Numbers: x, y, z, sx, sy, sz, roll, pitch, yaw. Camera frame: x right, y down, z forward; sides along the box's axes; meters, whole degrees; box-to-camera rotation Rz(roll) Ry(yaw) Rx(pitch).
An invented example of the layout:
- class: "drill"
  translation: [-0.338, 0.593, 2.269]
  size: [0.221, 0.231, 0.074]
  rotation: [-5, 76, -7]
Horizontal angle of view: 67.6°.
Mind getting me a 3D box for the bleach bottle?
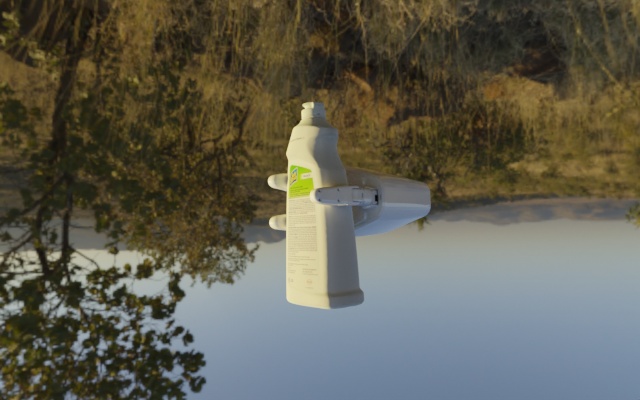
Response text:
- class: "bleach bottle"
  translation: [0.000, 0.002, 0.597]
  size: [0.068, 0.251, 0.102]
  rotation: [1, -4, -41]
